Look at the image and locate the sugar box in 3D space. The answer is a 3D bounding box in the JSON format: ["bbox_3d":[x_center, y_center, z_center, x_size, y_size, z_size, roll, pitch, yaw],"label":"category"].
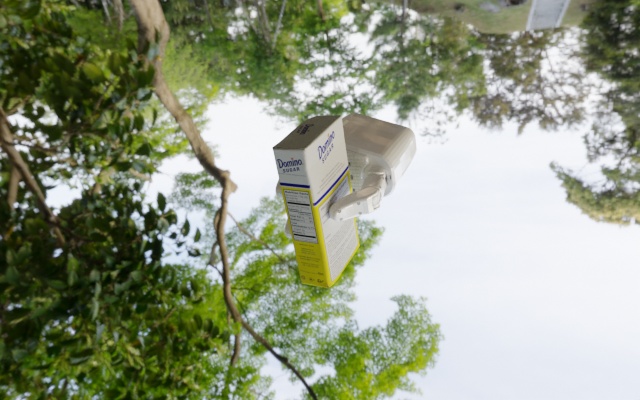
[{"bbox_3d":[0.000,0.002,0.542,0.048,0.176,0.093,4,31,28],"label":"sugar box"}]
